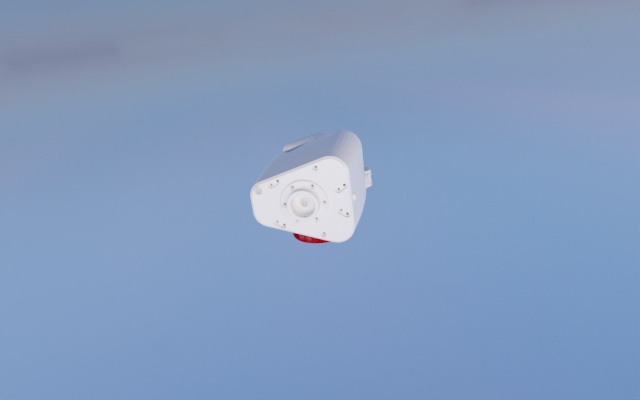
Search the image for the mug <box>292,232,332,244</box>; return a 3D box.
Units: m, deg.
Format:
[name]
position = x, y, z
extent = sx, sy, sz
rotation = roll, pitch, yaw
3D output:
[mug]
position = 0.000, 0.002, 0.652
extent = 0.093, 0.081, 0.117
rotation = -3, 19, 12
